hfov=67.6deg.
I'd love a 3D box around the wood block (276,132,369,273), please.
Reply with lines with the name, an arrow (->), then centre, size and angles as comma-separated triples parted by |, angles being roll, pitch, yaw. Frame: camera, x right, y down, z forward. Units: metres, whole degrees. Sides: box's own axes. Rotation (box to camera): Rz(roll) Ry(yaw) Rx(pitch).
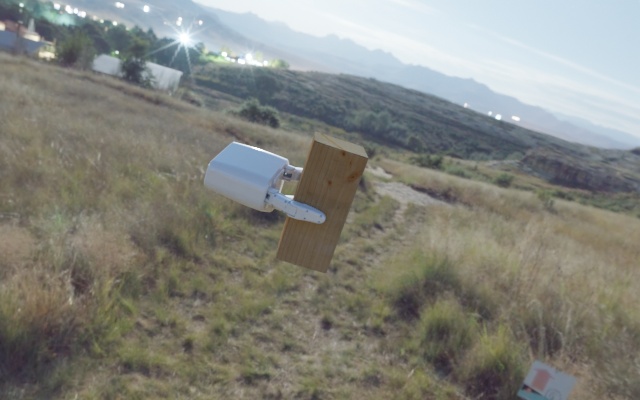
wood block -> 0.000, 0.002, 0.796 | 0.090, 0.206, 0.090 | 17, 17, -5
